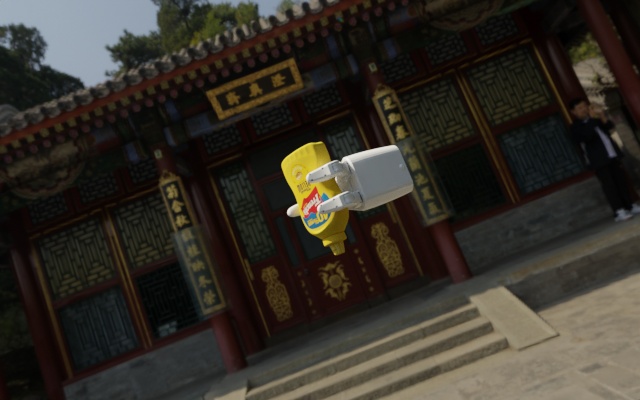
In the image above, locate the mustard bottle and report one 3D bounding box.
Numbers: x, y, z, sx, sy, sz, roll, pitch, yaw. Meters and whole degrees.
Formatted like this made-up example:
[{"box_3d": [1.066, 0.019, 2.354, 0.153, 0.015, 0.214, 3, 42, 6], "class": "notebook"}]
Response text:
[{"box_3d": [0.000, 0.003, 0.830, 0.058, 0.191, 0.096, -13, -12, -46], "class": "mustard bottle"}]
